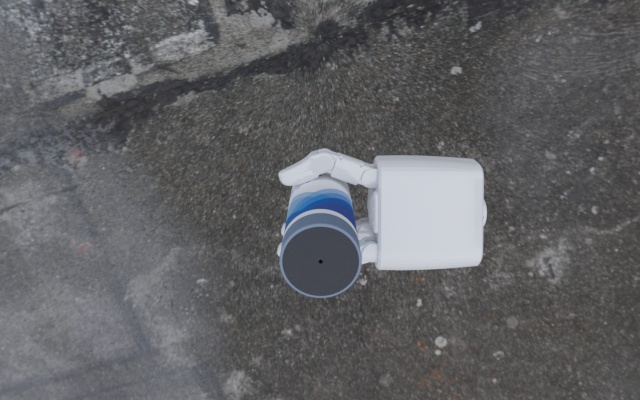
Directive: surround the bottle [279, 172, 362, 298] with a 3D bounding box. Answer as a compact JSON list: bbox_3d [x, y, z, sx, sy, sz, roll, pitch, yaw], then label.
[{"bbox_3d":[0.000,0.002,0.521,0.069,0.069,0.295,0,19,0],"label":"bottle"}]
